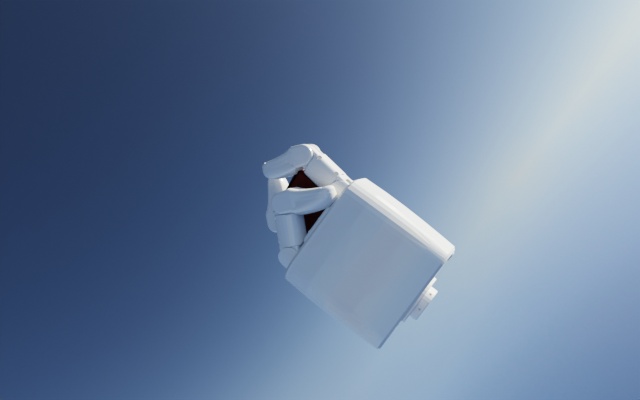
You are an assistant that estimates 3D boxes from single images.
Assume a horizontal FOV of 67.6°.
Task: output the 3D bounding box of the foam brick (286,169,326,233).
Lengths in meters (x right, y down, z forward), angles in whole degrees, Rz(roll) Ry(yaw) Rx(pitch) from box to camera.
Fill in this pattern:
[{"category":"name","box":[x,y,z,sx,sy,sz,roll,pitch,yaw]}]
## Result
[{"category":"foam brick","box":[0.000,0.001,0.490,0.051,0.053,0.078,37,20,17]}]
